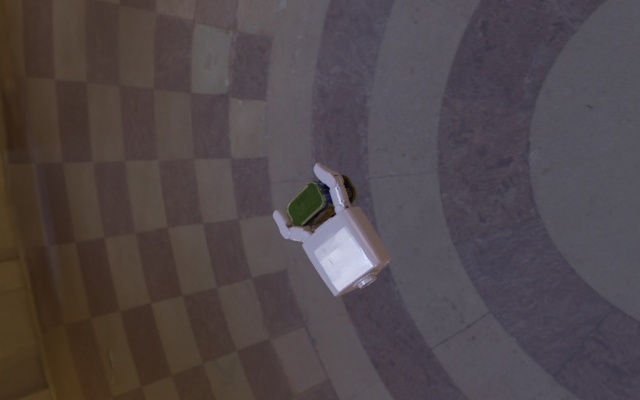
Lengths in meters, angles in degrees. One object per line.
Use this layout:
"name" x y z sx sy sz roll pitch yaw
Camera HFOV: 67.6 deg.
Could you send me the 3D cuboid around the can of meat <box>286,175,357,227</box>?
"can of meat" 0.000 0.003 0.850 0.084 0.057 0.102 -12 -24 -46
